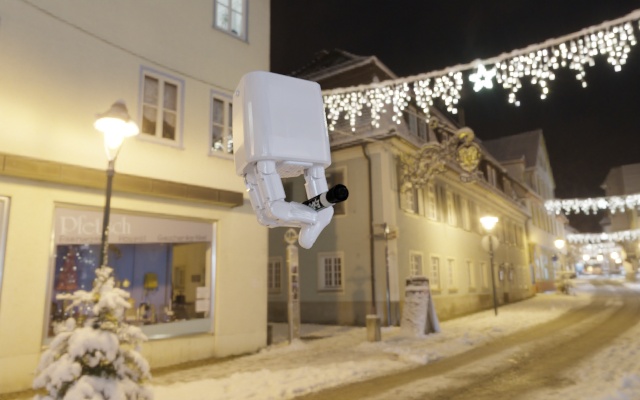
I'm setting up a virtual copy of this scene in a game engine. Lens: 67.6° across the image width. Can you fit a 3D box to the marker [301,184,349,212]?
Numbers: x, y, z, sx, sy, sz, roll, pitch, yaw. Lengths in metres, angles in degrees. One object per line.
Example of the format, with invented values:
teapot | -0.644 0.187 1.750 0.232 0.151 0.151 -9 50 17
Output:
marker | 0.000 0.002 0.541 0.020 0.020 0.121 0 -10 -22
